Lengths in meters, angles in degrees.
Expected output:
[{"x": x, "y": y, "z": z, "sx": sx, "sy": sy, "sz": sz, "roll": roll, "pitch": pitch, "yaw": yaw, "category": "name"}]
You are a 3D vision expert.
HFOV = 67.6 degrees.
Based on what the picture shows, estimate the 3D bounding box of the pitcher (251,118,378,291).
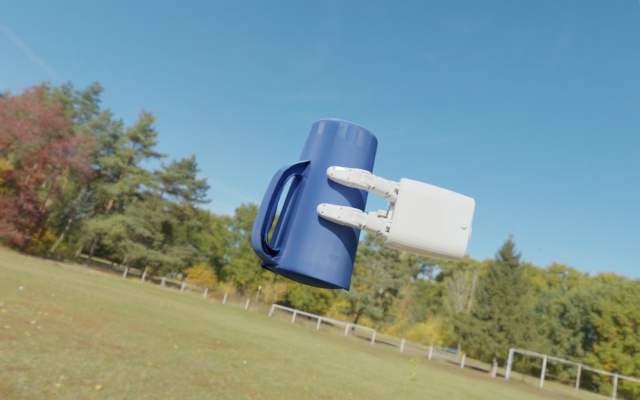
[{"x": 0.000, "y": 0.002, "z": 0.704, "sx": 0.145, "sy": 0.242, "sz": 0.149, "roll": 14, "pitch": -13, "yaw": 6, "category": "pitcher"}]
